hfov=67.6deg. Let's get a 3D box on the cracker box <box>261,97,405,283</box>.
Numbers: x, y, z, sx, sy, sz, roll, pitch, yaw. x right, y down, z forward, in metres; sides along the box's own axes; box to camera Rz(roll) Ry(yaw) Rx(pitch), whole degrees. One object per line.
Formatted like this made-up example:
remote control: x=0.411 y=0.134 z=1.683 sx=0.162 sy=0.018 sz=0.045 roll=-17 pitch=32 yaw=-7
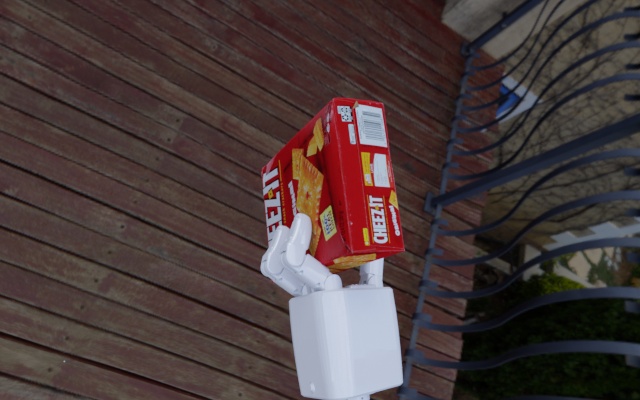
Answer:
cracker box: x=0.000 y=0.002 z=0.560 sx=0.072 sy=0.164 sz=0.214 roll=2 pitch=-17 yaw=-28
